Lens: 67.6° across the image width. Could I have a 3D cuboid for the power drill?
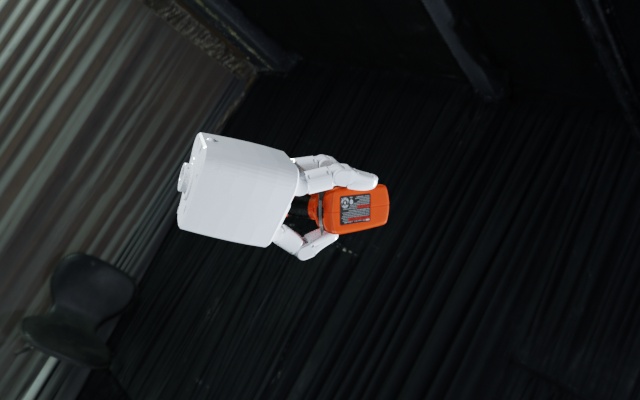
[{"bbox_3d":[0.000,0.002,0.653,0.184,0.057,0.187,-9,9,-40],"label":"power drill"}]
